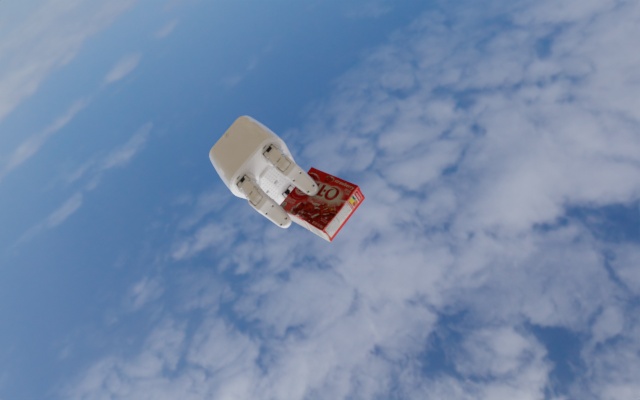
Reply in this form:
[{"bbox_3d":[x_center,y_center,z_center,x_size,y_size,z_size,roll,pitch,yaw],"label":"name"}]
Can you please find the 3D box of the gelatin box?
[{"bbox_3d":[0.001,0.002,0.608,0.089,0.073,0.030,26,-19,42],"label":"gelatin box"}]
